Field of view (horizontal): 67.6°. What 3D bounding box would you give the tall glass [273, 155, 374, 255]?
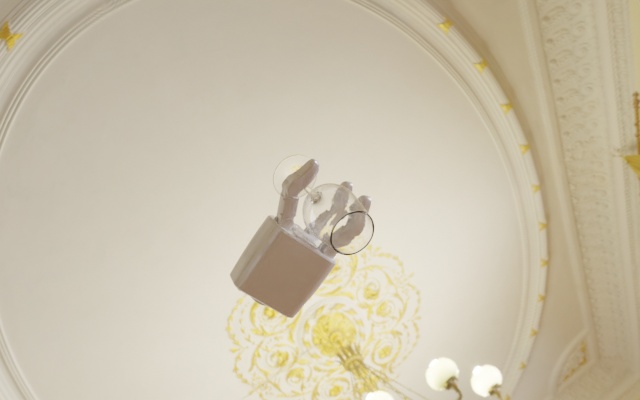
[{"bbox_3d":[0.000,0.002,0.673,0.079,0.079,0.201,0,23,-26],"label":"tall glass"}]
